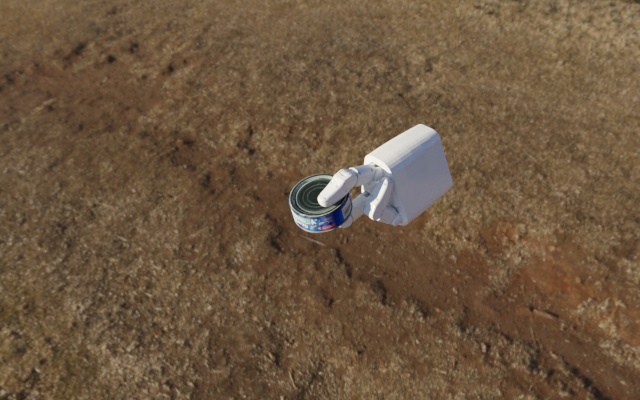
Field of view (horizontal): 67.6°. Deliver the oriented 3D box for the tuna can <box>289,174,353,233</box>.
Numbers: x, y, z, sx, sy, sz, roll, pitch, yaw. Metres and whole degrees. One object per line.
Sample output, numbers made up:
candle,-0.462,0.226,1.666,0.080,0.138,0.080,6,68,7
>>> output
tuna can,0.000,0.002,0.666,0.086,0.086,0.034,0,-43,16
